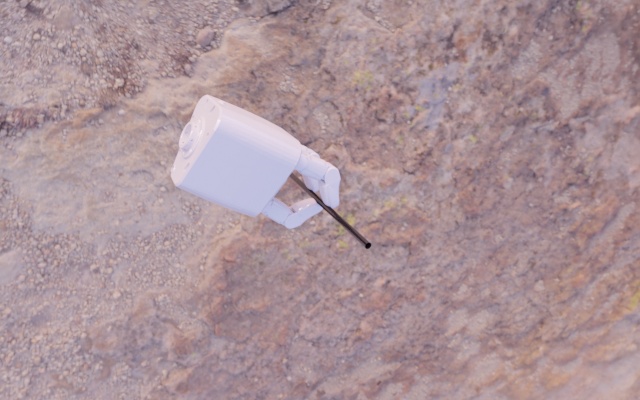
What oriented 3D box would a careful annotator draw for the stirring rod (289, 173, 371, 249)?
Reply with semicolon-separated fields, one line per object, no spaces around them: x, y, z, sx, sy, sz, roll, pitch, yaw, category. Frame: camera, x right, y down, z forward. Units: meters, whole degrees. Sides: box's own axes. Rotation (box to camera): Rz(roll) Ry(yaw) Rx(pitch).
0.000;0.002;0.619;0.011;0.011;0.239;0;23;-28;stirring rod
